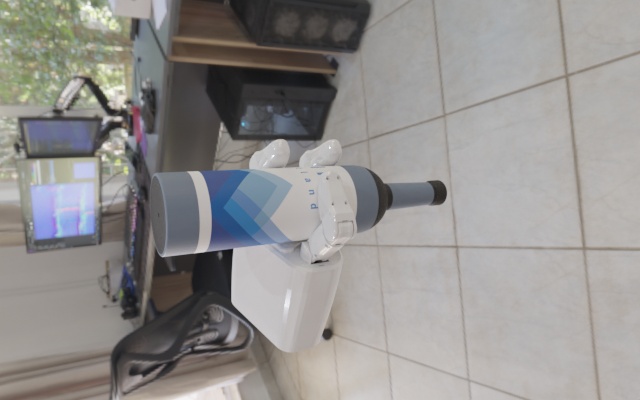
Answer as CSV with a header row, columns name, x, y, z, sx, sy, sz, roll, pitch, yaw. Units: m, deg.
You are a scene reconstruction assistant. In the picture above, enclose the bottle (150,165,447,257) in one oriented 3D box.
name,x,y,z,sx,sy,sz,roll,pitch,yaw
bottle,0.000,0.001,0.447,0.296,0.069,0.069,-4,2,-29
